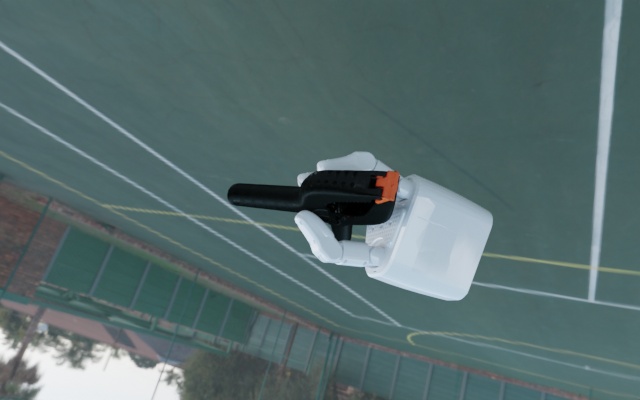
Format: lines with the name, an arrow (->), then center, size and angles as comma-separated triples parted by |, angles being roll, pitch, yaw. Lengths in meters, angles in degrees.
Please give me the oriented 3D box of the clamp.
clamp -> 0.000, 0.002, 0.491 | 0.164, 0.036, 0.210 | 20, -19, -19
